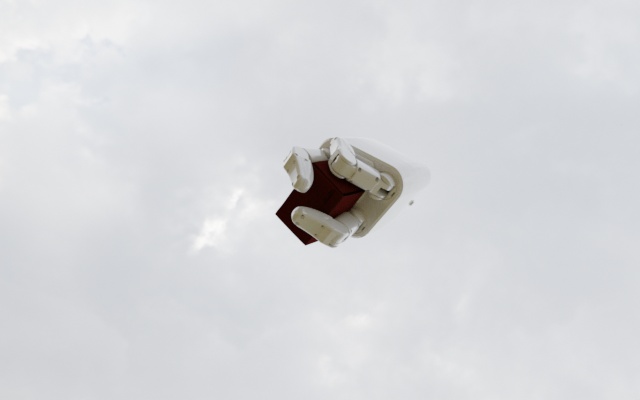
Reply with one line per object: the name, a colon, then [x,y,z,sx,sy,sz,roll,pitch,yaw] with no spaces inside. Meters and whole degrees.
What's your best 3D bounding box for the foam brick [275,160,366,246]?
foam brick: [0.000,0.002,0.521,0.053,0.078,0.051,47,28,17]
